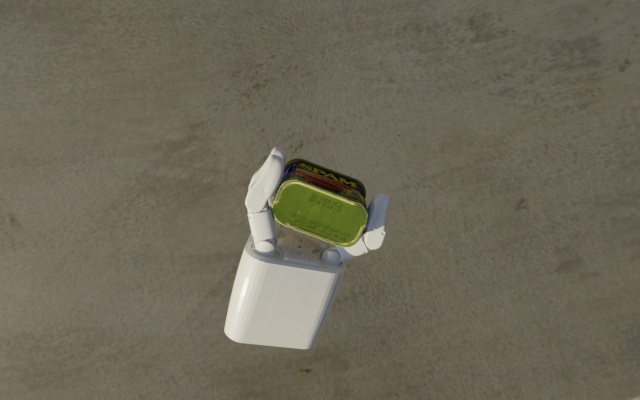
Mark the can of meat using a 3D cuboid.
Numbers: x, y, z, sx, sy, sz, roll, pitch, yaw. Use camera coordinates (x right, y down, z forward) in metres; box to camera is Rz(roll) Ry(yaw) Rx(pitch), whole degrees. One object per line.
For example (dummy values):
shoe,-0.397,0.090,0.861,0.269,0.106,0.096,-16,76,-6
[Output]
can of meat,0.000,0.002,0.514,0.102,0.057,0.084,20,17,-5
